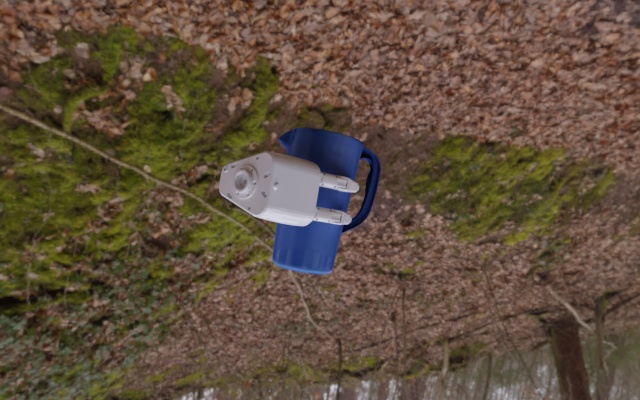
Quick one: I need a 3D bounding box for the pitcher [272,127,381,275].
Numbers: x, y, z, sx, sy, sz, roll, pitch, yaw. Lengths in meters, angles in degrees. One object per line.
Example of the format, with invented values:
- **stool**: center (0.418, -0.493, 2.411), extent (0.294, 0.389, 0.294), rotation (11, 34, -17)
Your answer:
- **pitcher**: center (0.000, 0.003, 0.837), extent (0.149, 0.243, 0.145), rotation (10, -2, 35)
